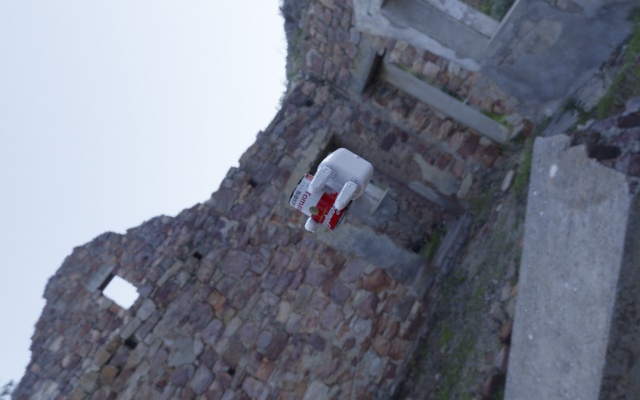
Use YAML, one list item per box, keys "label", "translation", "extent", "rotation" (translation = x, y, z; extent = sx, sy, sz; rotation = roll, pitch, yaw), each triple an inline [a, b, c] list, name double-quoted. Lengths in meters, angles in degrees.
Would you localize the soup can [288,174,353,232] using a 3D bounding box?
- label: "soup can"
  translation: [0.000, 0.003, 0.886]
  extent: [0.102, 0.068, 0.068]
  rotation: [31, 3, 5]
